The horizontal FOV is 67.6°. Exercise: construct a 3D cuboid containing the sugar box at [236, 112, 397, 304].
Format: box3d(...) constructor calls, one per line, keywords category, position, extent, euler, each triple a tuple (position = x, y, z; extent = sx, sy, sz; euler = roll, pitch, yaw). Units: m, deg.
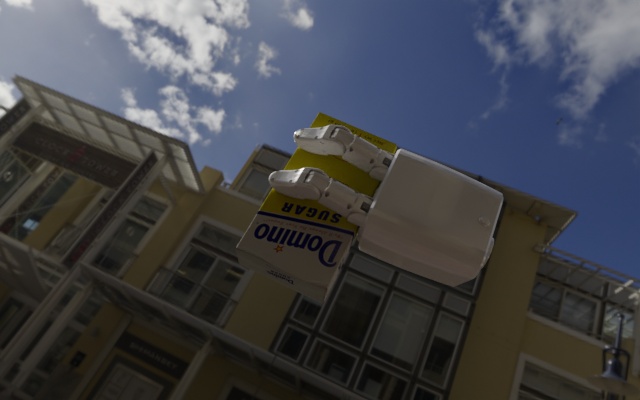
box3d(category="sugar box", position=(0.000, 0.001, 0.474), extent=(0.093, 0.176, 0.048), euler=(23, -29, 9))
